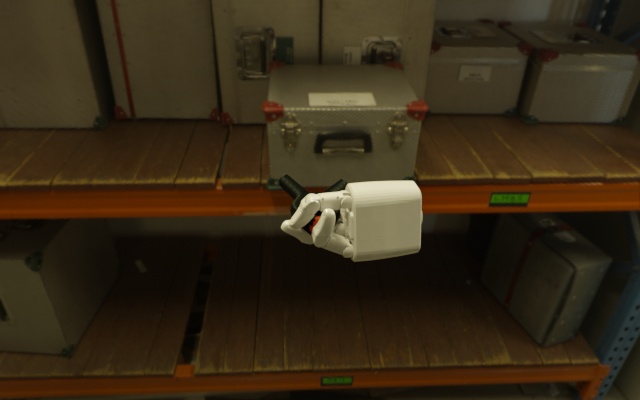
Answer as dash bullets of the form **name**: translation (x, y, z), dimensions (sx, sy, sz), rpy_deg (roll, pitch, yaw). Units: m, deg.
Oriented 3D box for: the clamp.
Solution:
- **clamp**: translation (0.000, 0.002, 0.786), dimensions (0.120, 0.039, 0.171), rpy_deg (-5, 33, -10)
